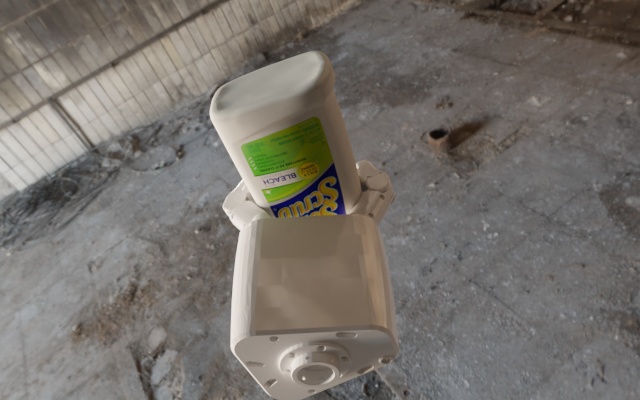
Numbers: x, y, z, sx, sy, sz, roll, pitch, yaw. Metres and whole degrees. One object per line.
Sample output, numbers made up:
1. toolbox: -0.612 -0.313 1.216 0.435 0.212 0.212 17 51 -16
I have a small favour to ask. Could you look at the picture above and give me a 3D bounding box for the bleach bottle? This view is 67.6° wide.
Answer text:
1. bleach bottle: 0.000 0.001 0.434 0.102 0.251 0.068 -17 38 10
